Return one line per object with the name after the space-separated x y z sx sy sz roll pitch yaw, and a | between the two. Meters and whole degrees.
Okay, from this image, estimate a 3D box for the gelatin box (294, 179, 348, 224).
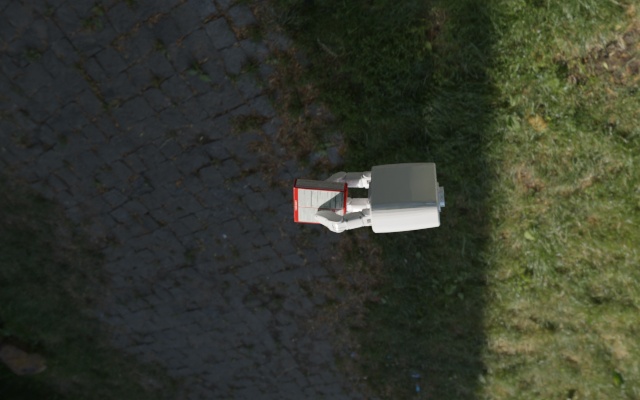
0.000 0.003 0.807 0.089 0.073 0.030 4 38 4 | gelatin box
